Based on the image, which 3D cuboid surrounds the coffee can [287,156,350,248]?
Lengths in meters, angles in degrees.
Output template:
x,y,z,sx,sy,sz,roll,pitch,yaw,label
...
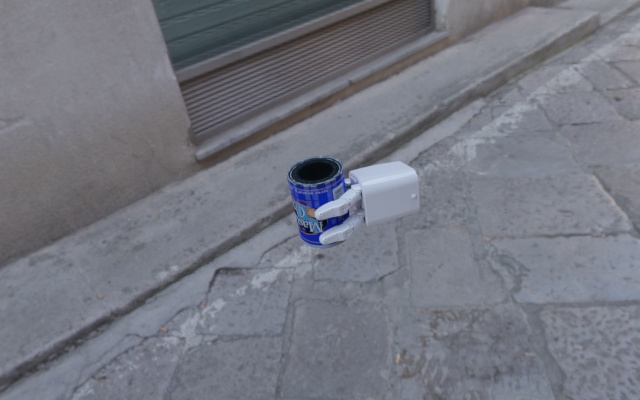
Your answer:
x,y,z,sx,sy,sz,roll,pitch,yaw,label
0.000,0.003,0.886,0.103,0.140,0.102,-7,34,5,coffee can
